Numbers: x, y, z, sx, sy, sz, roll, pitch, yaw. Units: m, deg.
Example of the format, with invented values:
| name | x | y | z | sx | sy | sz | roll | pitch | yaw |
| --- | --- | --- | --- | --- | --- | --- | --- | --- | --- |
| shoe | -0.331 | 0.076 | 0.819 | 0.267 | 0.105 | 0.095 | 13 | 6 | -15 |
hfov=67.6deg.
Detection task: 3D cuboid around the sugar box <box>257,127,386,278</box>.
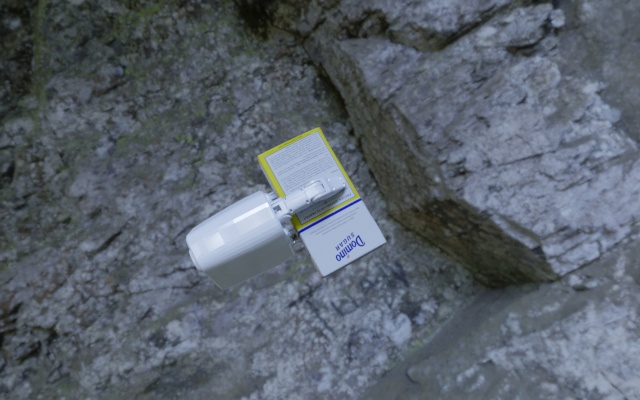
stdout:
| name | x | y | z | sx | sy | sz | roll | pitch | yaw |
| --- | --- | --- | --- | --- | --- | --- | --- | --- | --- |
| sugar box | 0.000 | 0.002 | 0.617 | 0.093 | 0.176 | 0.048 | -27 | -9 | -8 |
